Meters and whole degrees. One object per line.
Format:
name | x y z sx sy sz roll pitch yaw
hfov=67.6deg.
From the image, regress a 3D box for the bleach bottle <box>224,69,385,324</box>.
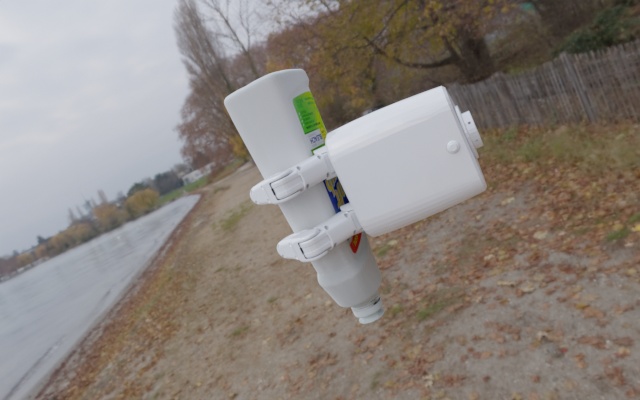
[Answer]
bleach bottle | 0.000 0.002 0.467 0.068 0.251 0.102 -22 9 21
